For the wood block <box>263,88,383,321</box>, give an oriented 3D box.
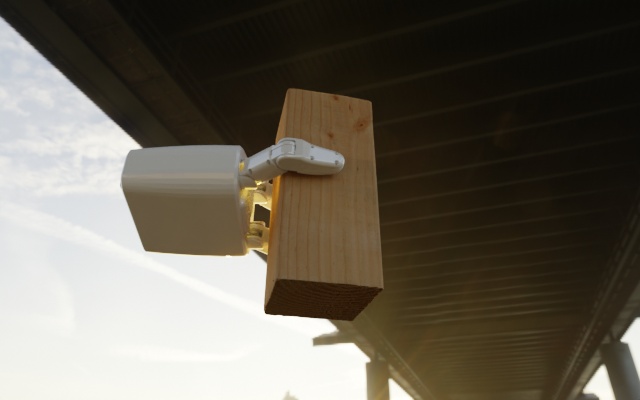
[{"bbox_3d":[0.000,0.001,0.467,0.090,0.206,0.091,7,-32,-11],"label":"wood block"}]
